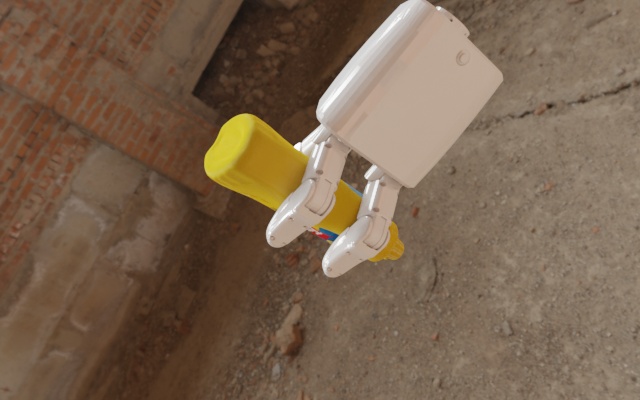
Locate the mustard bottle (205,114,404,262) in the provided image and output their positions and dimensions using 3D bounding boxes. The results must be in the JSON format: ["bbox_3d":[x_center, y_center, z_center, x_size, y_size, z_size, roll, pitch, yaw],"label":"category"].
[{"bbox_3d":[0.000,0.001,0.404,0.192,0.058,0.096,32,-7,-26],"label":"mustard bottle"}]
